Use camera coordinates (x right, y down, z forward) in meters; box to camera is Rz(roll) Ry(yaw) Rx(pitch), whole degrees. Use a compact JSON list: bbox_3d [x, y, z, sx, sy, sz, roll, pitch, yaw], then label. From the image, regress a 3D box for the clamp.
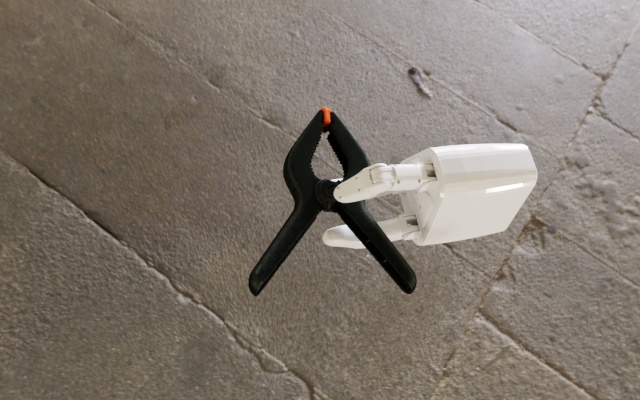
[{"bbox_3d":[0.000,0.001,0.489,0.164,0.210,0.036,-5,-21,-14],"label":"clamp"}]
